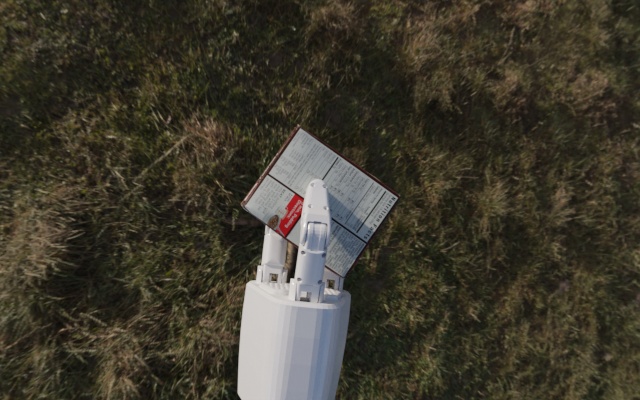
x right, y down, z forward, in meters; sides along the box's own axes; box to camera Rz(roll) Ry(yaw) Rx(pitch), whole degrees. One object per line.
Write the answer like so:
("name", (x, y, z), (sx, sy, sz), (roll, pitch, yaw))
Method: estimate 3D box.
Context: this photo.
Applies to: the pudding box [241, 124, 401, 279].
("pudding box", (0.000, 0.001, 0.423), (0.113, 0.090, 0.039), (35, -3, -6))
